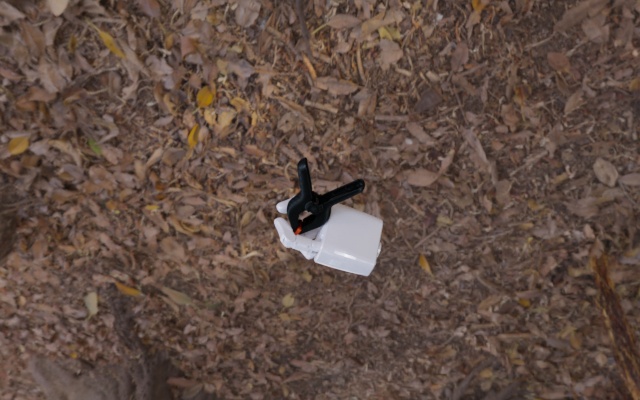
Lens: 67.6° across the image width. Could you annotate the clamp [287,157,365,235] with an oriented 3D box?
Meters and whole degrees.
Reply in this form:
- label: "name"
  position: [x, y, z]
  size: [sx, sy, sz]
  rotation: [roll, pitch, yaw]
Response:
- label: "clamp"
  position: [0.000, 0.003, 0.836]
  size: [0.120, 0.039, 0.172]
  rotation: [18, -44, -6]
